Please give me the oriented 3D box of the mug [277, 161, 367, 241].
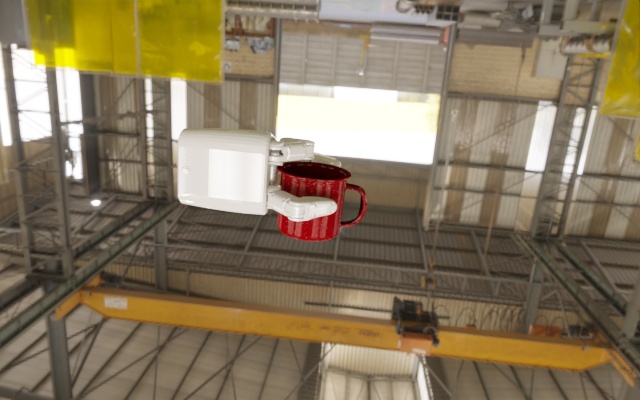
[{"bbox_3d":[0.002,0.002,0.605,0.117,0.081,0.093,7,17,3],"label":"mug"}]
